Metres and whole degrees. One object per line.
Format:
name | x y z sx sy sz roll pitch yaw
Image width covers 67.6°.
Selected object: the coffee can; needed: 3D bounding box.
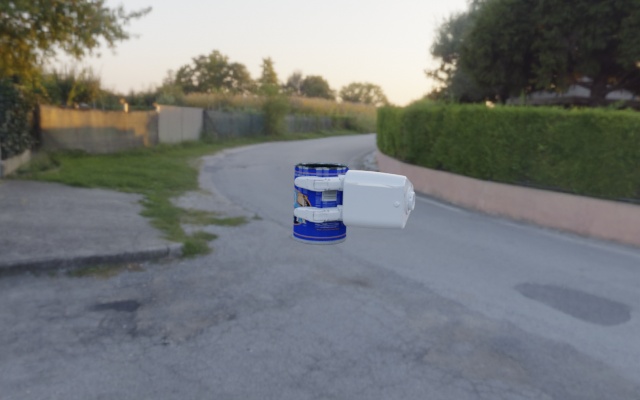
coffee can | 0.000 0.003 0.895 0.103 0.140 0.103 2 10 0
